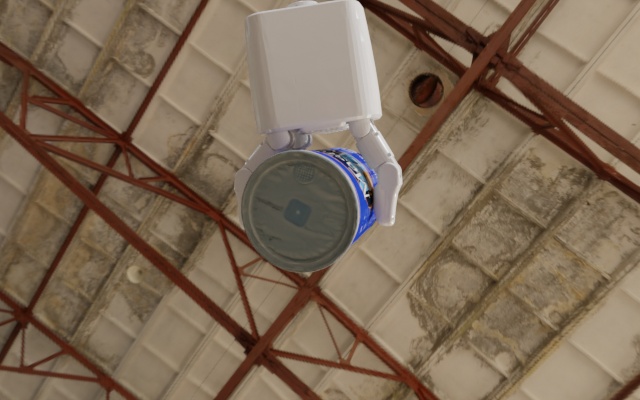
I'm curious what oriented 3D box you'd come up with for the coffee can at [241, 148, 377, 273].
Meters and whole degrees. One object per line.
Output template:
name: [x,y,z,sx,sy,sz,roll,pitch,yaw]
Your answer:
coffee can: [0.000,0.002,0.460,0.103,0.103,0.140,0,7,16]
